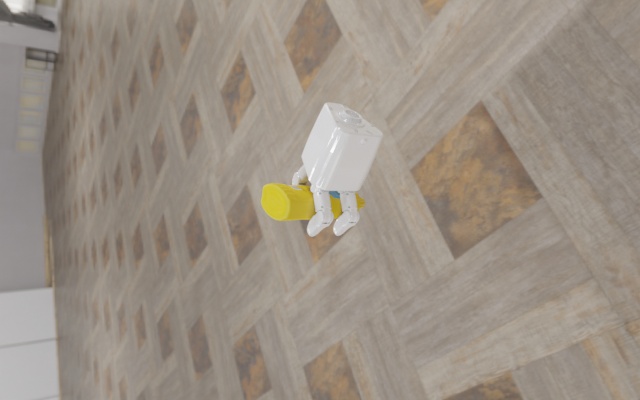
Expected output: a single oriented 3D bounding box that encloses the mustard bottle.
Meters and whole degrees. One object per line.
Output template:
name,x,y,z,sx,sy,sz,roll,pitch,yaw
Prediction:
mustard bottle,0.000,0.003,0.834,0.191,0.058,0.096,1,13,-35
